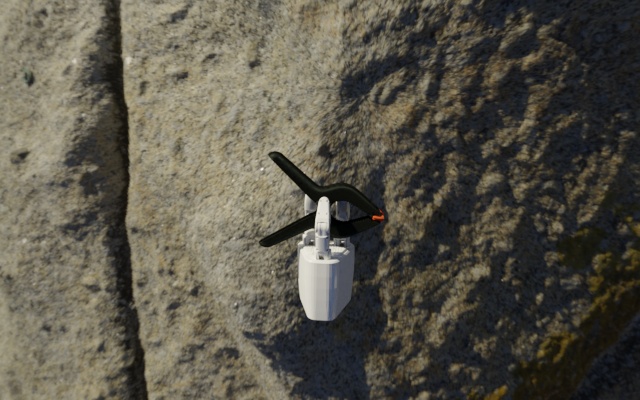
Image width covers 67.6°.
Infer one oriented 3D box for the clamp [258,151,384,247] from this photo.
[{"bbox_3d":[0.001,0.003,0.788,0.210,0.164,0.036,2,14,5],"label":"clamp"}]
